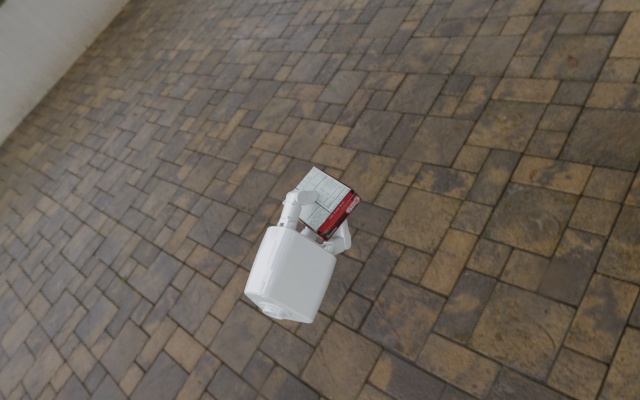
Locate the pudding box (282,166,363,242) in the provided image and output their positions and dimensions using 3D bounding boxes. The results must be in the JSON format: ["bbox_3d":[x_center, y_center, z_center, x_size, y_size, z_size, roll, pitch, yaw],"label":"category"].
[{"bbox_3d":[0.000,0.003,0.777,0.113,0.090,0.039,36,-7,46],"label":"pudding box"}]
